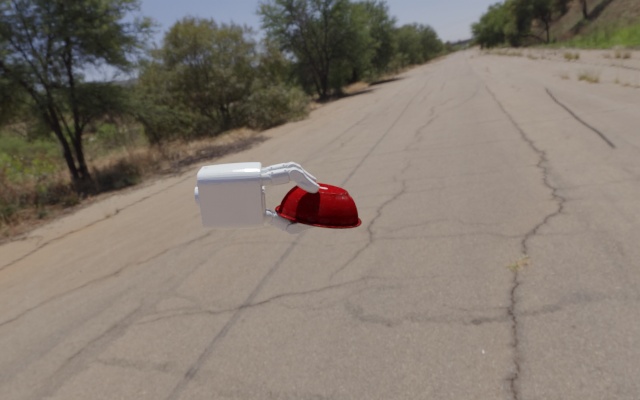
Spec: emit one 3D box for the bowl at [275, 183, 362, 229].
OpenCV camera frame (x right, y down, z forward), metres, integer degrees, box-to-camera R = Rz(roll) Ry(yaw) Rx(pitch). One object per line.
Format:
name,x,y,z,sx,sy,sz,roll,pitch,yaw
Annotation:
bowl,0.001,0.003,0.871,0.162,0.055,0.162,9,11,-2
